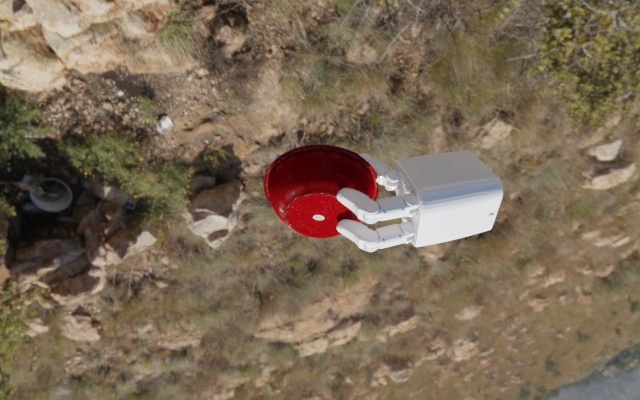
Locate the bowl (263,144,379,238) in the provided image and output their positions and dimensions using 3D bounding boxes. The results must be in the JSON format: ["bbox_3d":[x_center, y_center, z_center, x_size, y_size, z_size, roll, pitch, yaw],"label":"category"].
[{"bbox_3d":[-0.001,0.003,0.647,0.162,0.055,0.162,2,-42,2],"label":"bowl"}]
